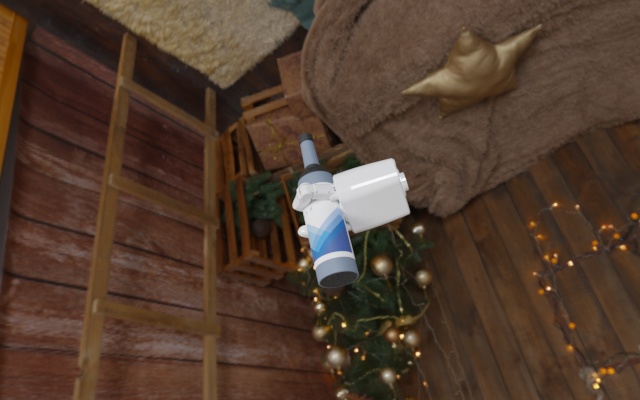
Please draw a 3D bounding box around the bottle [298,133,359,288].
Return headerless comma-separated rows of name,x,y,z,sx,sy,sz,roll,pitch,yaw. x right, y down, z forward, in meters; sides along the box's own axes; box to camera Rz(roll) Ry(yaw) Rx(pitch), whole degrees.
bottle,0.000,0.003,0.834,0.069,0.295,0.069,-10,-31,-6
